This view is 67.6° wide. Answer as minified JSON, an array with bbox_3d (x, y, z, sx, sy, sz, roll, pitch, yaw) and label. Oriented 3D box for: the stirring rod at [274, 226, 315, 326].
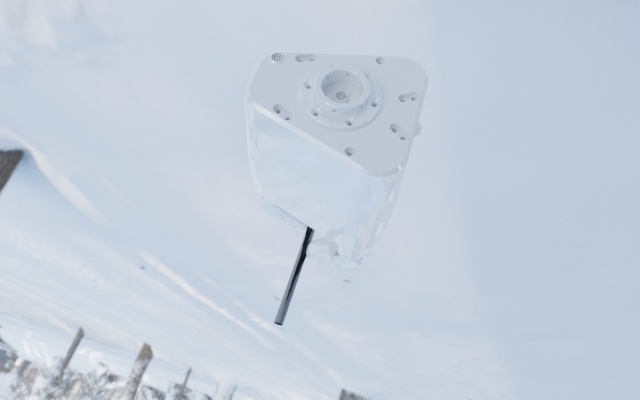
[{"bbox_3d":[0.000,0.001,0.452,0.011,0.239,0.011,15,-27,8],"label":"stirring rod"}]
